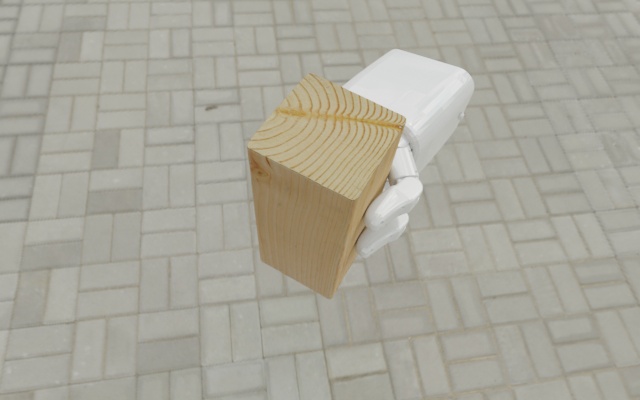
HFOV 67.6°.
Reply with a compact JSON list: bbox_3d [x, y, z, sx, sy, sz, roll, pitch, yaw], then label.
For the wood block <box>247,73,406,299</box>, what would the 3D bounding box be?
[{"bbox_3d":[0.000,0.001,0.437,0.091,0.090,0.206,28,-28,12],"label":"wood block"}]
